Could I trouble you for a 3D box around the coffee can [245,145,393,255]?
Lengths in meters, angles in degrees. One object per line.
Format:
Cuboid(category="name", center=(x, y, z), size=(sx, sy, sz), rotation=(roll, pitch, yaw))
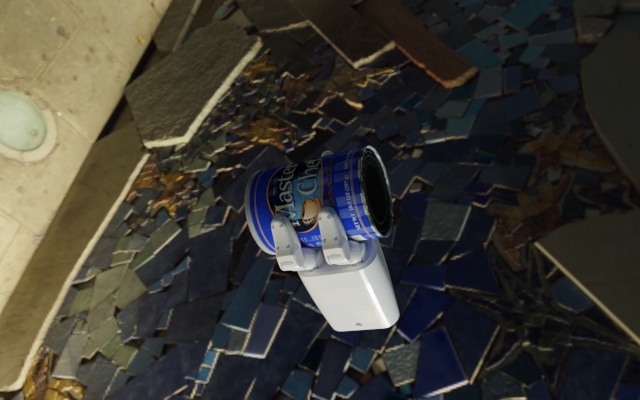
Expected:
Cuboid(category="coffee can", center=(0.000, 0.002, 0.546), size=(0.140, 0.103, 0.103), rotation=(-11, -5, 24))
